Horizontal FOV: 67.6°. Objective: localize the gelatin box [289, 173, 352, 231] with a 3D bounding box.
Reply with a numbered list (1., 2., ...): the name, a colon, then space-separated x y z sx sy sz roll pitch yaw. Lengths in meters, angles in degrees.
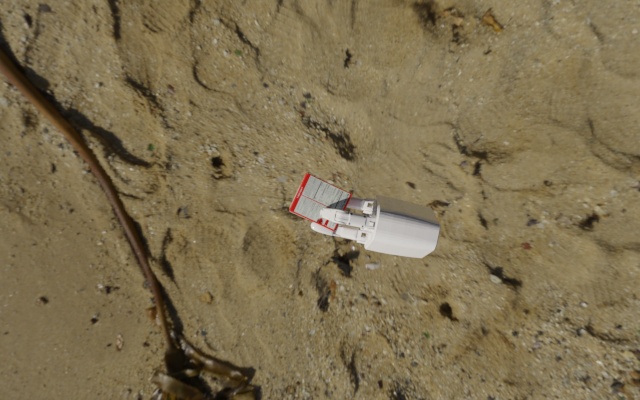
1. gelatin box: 0.000 0.003 0.829 0.089 0.073 0.030 25 1 -4
